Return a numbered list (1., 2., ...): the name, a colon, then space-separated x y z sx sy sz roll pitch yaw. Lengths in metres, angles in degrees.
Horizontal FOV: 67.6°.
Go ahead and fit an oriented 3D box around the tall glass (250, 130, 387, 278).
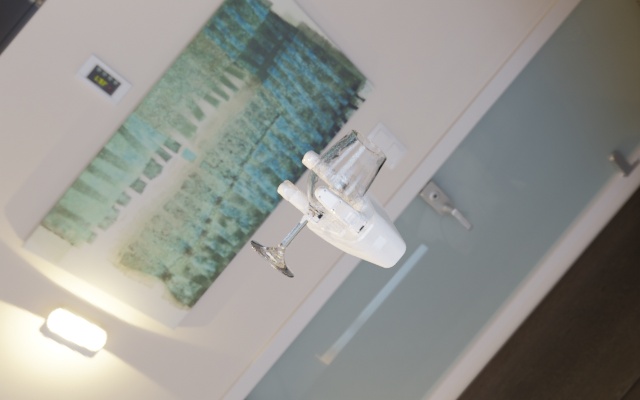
1. tall glass: 0.000 0.003 0.631 0.079 0.201 0.079 40 1 0
